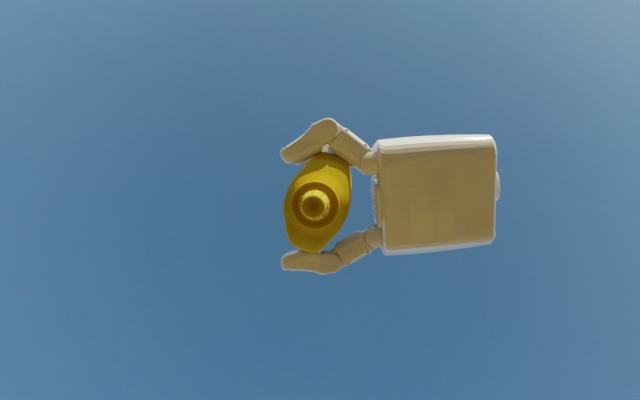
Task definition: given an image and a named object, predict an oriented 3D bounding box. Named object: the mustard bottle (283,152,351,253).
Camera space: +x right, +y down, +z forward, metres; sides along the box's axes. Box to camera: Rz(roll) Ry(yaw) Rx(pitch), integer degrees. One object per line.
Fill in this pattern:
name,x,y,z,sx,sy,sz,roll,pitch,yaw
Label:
mustard bottle,0.000,0.001,0.470,0.058,0.096,0.191,20,3,2
